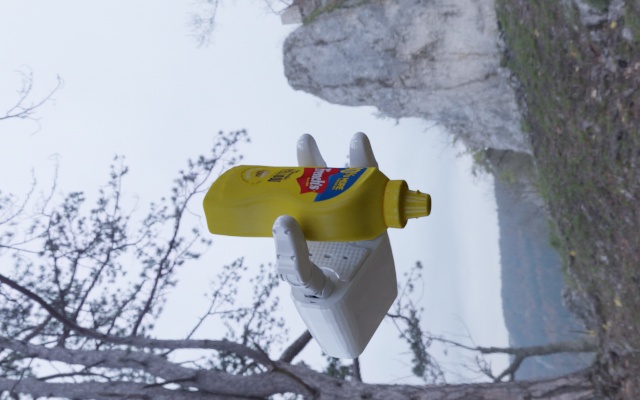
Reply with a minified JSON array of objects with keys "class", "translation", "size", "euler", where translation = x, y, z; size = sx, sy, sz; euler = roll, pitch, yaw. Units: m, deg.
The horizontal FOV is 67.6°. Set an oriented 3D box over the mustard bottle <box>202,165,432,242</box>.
[{"class":"mustard bottle","translation":[0.000,0.001,0.421],"size":[0.191,0.058,0.096],"euler":[2,23,23]}]
